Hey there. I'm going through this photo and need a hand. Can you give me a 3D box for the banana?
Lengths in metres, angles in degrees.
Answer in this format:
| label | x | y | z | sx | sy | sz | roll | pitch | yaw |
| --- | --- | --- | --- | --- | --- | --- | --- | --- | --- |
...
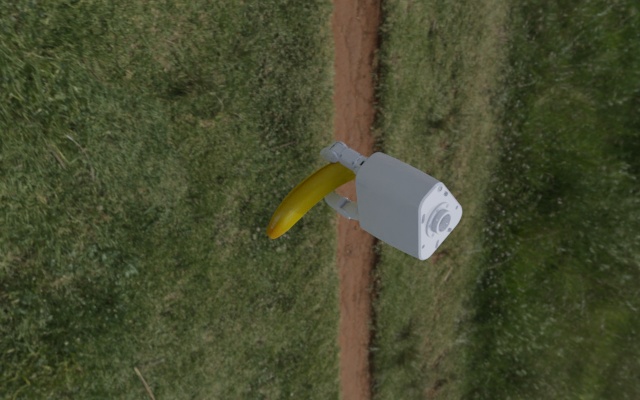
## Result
| label | x | y | z | sx | sy | sz | roll | pitch | yaw |
| --- | --- | --- | --- | --- | --- | --- | --- | --- | --- |
| banana | 0.002 | -0.014 | 0.684 | 0.197 | 0.070 | 0.037 | -31 | 46 | -31 |
